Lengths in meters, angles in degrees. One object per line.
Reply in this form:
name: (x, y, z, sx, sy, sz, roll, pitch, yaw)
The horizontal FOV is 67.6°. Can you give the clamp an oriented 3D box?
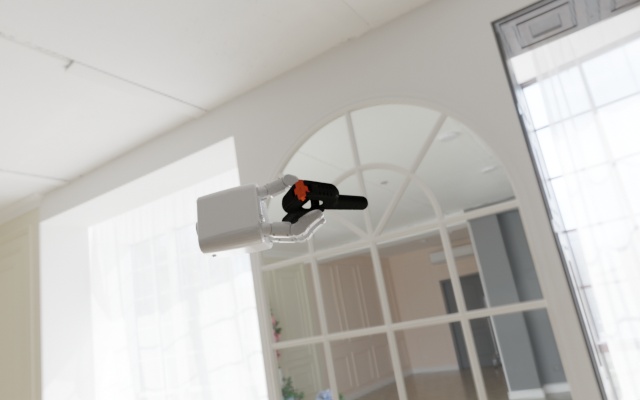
clamp: (0.000, 0.002, 0.801, 0.164, 0.036, 0.210, -14, -15, 1)
